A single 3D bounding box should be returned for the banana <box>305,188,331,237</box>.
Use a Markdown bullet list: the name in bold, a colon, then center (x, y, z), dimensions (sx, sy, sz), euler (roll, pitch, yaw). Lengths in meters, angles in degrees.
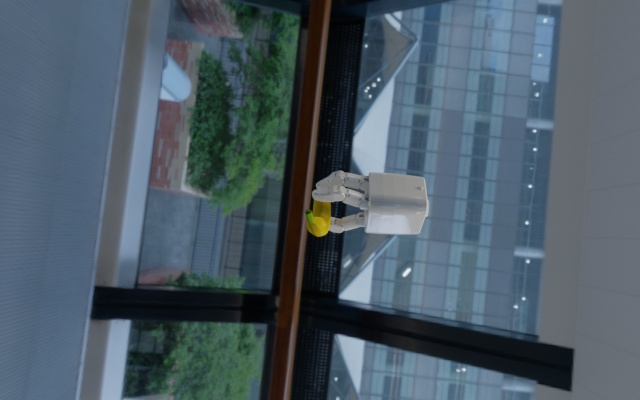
- **banana**: center (0.000, 0.022, 0.897), dimensions (0.037, 0.070, 0.197), euler (0, 17, 5)
